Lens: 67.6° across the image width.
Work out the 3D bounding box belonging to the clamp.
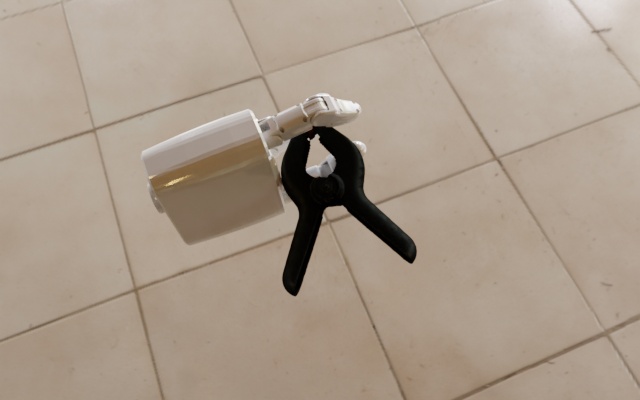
[{"bbox_3d":[0.000,0.001,0.440,0.120,0.171,0.039,-22,-21,-7],"label":"clamp"}]
